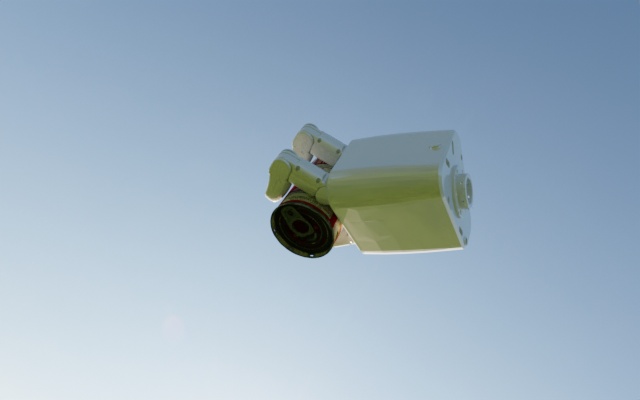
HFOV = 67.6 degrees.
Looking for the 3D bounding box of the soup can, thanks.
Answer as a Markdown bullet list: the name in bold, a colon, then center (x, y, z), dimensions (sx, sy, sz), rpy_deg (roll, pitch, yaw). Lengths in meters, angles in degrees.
- **soup can**: center (0.000, 0.002, 0.500), dimensions (0.068, 0.068, 0.102), rpy_deg (0, 35, 27)
